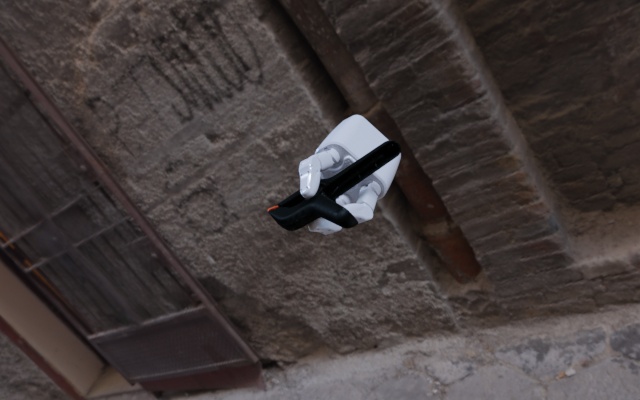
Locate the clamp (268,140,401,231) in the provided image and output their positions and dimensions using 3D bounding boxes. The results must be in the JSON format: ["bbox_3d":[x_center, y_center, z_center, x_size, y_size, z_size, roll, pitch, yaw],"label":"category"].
[{"bbox_3d":[-0.001,0.001,0.635,0.210,0.036,0.164,-23,22,36],"label":"clamp"}]
